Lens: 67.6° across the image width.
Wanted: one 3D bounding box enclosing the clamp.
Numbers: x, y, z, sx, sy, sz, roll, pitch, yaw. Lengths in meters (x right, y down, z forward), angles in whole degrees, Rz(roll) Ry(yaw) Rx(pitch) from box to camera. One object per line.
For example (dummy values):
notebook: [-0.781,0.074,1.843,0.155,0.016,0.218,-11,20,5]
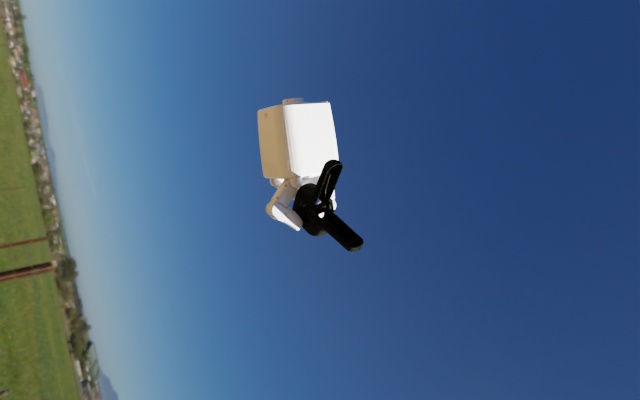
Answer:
clamp: [0.001,0.002,0.666,0.039,0.120,0.171,-10,9,-28]
